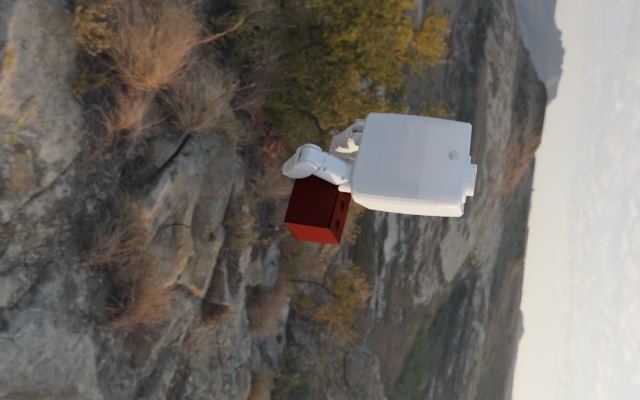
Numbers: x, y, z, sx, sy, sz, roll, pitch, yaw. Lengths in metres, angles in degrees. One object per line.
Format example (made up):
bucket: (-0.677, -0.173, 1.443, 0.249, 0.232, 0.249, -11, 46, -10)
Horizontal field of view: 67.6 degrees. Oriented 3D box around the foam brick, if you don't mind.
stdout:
foam brick: (0.000, 0.002, 0.514, 0.051, 0.078, 0.053, 8, -21, 17)
